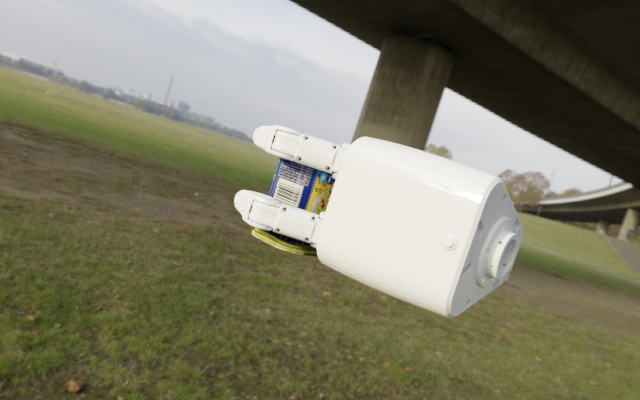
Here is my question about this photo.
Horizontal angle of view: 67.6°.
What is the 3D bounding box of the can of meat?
[{"bbox_3d":[0.000,0.001,0.416,0.057,0.084,0.102,22,5,40],"label":"can of meat"}]
